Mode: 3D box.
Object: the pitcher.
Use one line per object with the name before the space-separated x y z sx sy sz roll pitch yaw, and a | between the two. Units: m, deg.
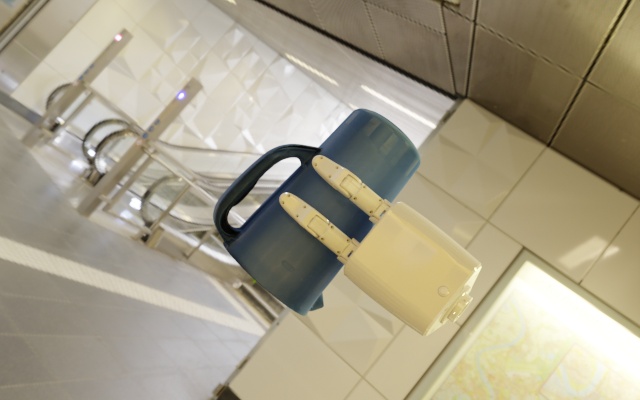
pitcher | 0.000 0.002 0.580 0.145 0.243 0.149 39 -5 25
